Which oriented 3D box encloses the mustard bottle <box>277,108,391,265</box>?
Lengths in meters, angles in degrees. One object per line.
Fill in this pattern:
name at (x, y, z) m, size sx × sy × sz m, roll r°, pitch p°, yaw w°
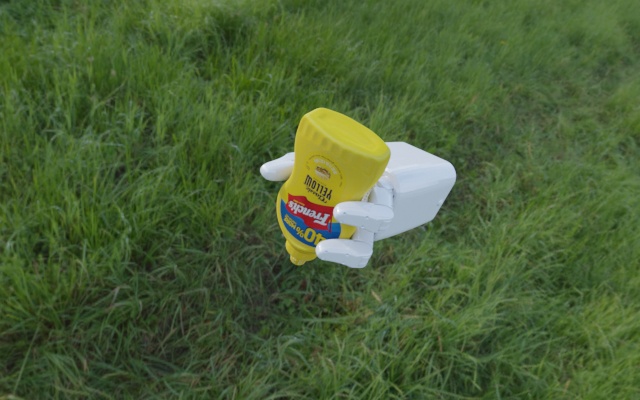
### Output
mustard bottle at (0.000, 0.002, 0.527) m, size 0.096 × 0.192 × 0.058 m, roll 33°, pitch 39°, yaw 14°
